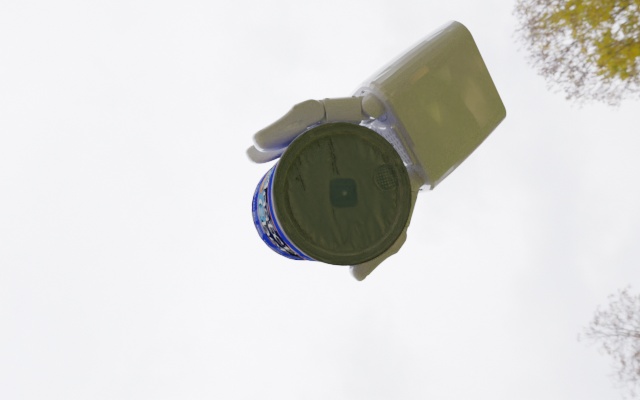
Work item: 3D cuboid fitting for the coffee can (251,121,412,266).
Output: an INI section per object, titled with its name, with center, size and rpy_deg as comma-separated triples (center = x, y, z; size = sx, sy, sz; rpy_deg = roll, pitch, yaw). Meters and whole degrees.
[coffee can]
center = 0.000, 0.001, 0.401
size = 0.103, 0.103, 0.140
rpy_deg = 0, -6, -14
